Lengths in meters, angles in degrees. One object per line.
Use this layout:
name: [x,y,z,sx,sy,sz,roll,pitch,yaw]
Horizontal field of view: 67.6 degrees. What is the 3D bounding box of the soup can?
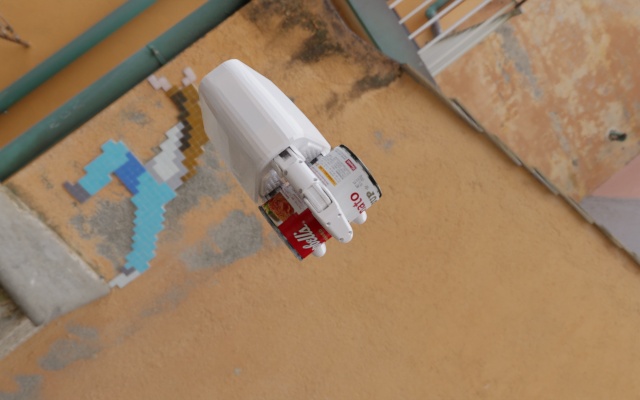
soup can: [0.001,0.002,0.466,0.102,0.068,0.068,-38,3,-4]
